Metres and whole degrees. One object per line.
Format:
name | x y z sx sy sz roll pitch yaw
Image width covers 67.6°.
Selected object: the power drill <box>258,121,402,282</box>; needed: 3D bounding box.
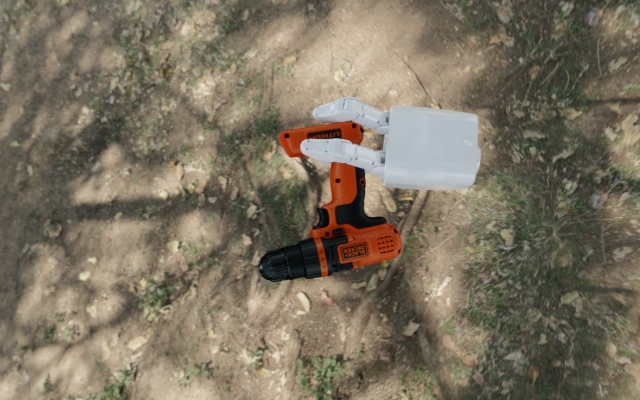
power drill | 0.000 0.001 0.603 0.184 0.187 0.057 -11 2 -10
